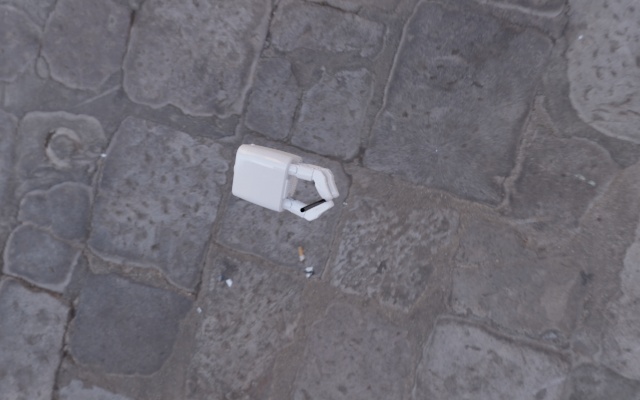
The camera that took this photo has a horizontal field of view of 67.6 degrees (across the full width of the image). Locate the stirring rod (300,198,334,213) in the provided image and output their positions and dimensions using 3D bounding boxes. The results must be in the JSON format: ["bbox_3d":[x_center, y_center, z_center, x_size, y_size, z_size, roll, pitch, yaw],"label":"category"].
[{"bbox_3d":[0.000,0.003,0.850,0.011,0.011,0.239,0,6,14],"label":"stirring rod"}]
